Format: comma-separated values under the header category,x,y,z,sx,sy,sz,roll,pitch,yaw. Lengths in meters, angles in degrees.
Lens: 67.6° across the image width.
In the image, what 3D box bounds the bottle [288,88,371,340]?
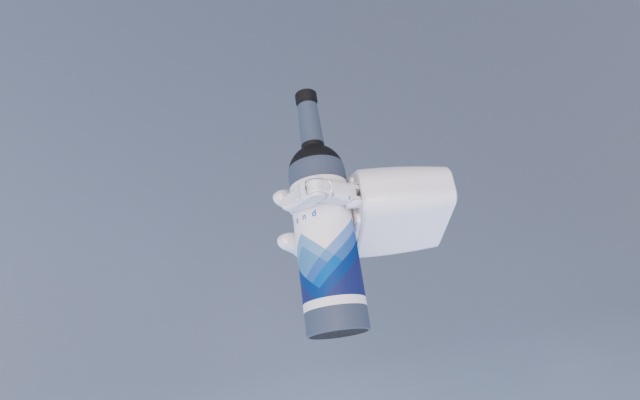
category,x,y,z,sx,sy,sz,roll,pitch,yaw
bottle,0.000,0.002,0.543,0.069,0.295,0.069,-7,-22,-3
